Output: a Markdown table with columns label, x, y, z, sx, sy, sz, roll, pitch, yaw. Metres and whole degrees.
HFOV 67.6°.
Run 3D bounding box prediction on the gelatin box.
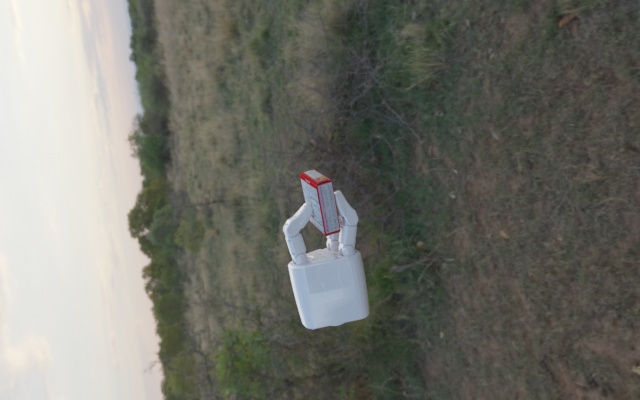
| label | x | y | z | sx | sy | sz | roll | pitch | yaw |
| --- | --- | --- | --- | --- | --- | --- | --- | --- | --- |
| gelatin box | 0.000 | 0.002 | 0.754 | 0.030 | 0.089 | 0.073 | -18 | 23 | -16 |
